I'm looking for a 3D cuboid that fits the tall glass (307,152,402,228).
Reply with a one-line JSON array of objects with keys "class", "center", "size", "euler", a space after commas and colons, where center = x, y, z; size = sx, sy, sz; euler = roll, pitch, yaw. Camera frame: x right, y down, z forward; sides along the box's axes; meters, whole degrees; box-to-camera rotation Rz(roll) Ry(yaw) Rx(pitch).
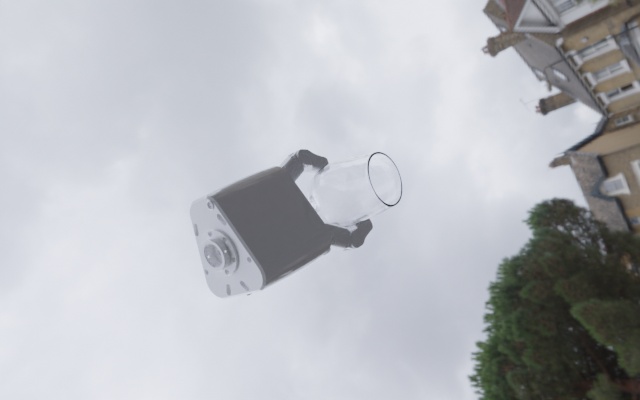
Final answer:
[{"class": "tall glass", "center": [0.000, 0.002, 0.582], "size": [0.201, 0.079, 0.079], "euler": [-20, -13, 41]}]
